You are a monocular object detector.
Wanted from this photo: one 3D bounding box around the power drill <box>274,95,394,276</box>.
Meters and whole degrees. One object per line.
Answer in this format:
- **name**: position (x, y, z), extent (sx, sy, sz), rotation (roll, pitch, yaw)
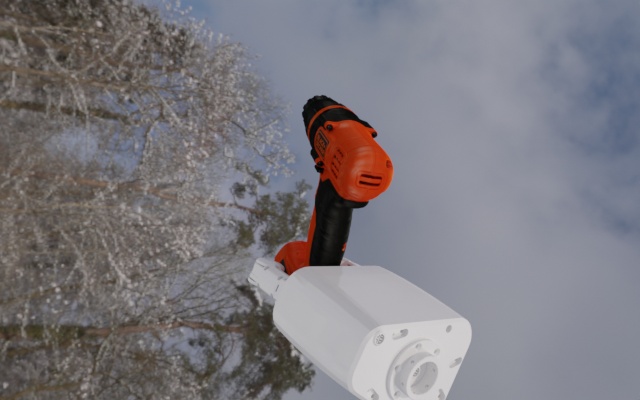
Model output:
- **power drill**: position (0.000, 0.002, 0.468), extent (0.057, 0.188, 0.184), rotation (6, 26, -16)
